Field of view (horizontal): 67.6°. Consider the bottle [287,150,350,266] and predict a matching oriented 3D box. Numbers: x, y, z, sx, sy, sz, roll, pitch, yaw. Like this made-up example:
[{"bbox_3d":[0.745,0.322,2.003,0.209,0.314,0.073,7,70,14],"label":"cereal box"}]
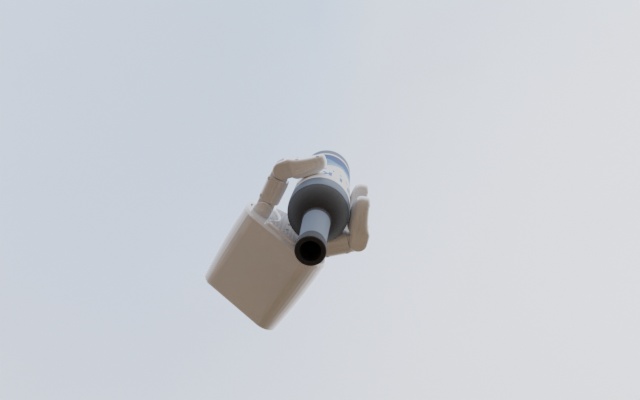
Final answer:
[{"bbox_3d":[0.000,0.002,0.540,0.069,0.069,0.295,0,16,4],"label":"bottle"}]
